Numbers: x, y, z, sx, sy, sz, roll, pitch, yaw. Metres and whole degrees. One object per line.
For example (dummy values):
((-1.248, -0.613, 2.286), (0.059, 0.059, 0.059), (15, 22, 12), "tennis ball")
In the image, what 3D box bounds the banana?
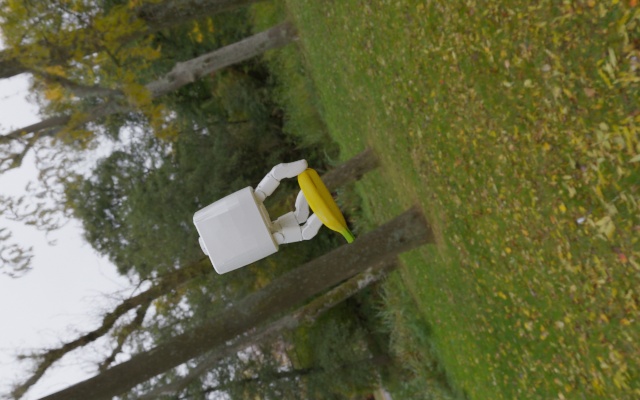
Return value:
((-0.005, -0.008, 0.763), (0.037, 0.070, 0.197), (-29, 40, -1), "banana")
